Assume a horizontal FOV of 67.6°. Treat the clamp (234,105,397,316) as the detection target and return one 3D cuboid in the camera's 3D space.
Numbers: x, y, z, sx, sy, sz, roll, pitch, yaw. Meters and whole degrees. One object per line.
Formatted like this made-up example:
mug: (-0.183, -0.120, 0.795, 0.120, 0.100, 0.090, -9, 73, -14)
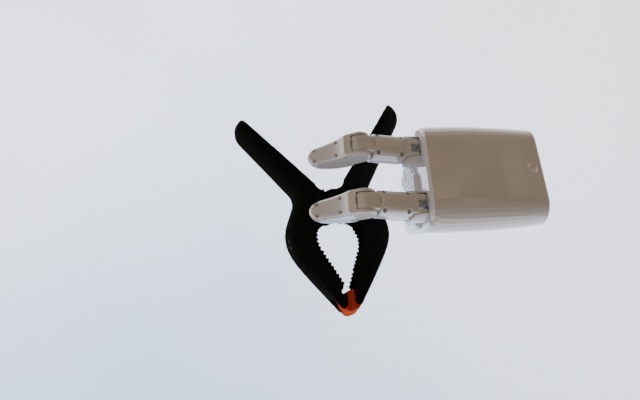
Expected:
clamp: (0.000, 0.002, 0.449, 0.164, 0.210, 0.036, -1, -23, -3)
